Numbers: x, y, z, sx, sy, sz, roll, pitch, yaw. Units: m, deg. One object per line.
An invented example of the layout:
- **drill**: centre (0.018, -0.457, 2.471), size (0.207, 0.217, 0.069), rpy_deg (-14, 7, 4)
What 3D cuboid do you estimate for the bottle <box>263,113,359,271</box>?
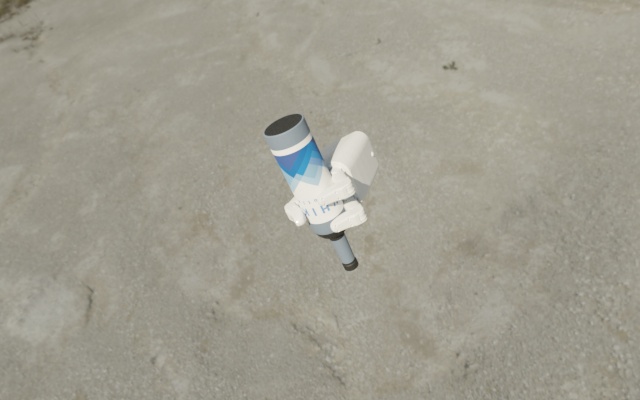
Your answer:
- **bottle**: centre (0.000, 0.002, 0.781), size (0.069, 0.296, 0.069), rpy_deg (-19, 31, 12)
